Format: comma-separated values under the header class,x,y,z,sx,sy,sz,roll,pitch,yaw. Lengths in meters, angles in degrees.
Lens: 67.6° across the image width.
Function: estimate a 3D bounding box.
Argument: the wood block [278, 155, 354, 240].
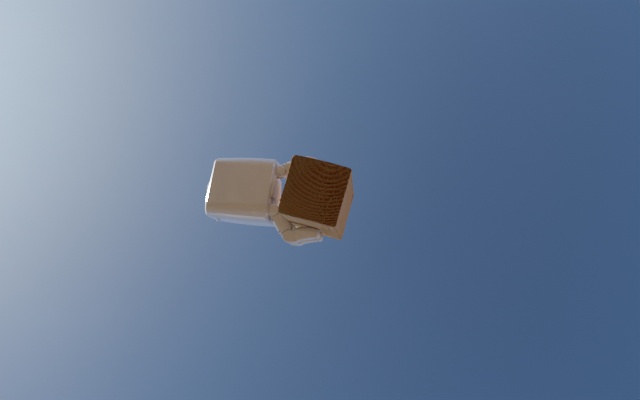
class,x,y,z,sx,sy,sz,roll,pitch,yaw
wood block,0.000,0.002,0.780,0.090,0.091,0.206,14,-8,7
